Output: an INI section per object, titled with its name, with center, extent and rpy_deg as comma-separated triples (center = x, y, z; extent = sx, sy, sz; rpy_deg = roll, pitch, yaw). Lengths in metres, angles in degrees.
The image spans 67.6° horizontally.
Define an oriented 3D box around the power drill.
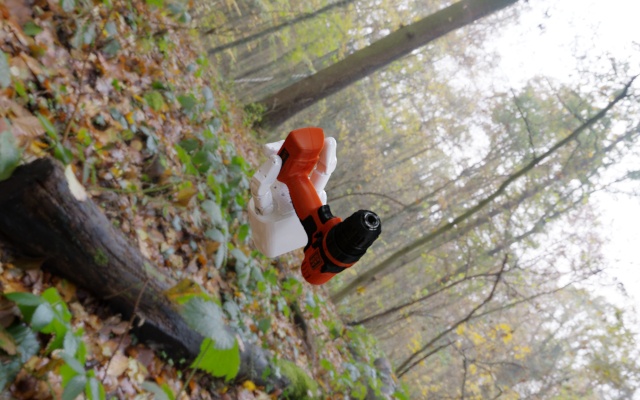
[power drill]
center = 0.000, 0.002, 0.621
extent = 0.057, 0.187, 0.184
rpy_deg = -7, -23, -29
